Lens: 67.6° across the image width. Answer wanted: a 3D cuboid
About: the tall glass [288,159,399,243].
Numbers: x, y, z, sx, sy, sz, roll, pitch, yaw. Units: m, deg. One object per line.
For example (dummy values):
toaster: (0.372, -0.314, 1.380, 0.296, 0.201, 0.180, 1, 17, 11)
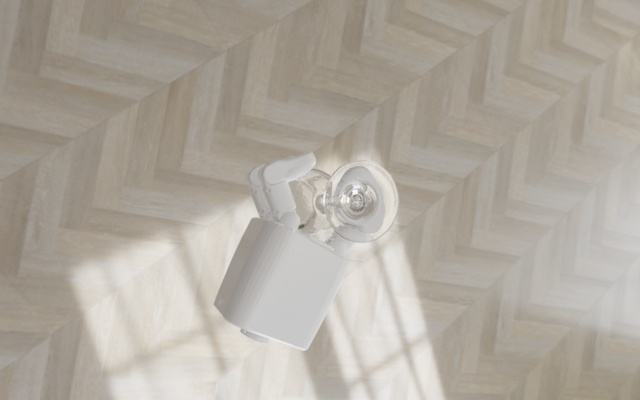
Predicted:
tall glass: (0.000, 0.002, 0.513, 0.079, 0.079, 0.201, 0, 0, -22)
